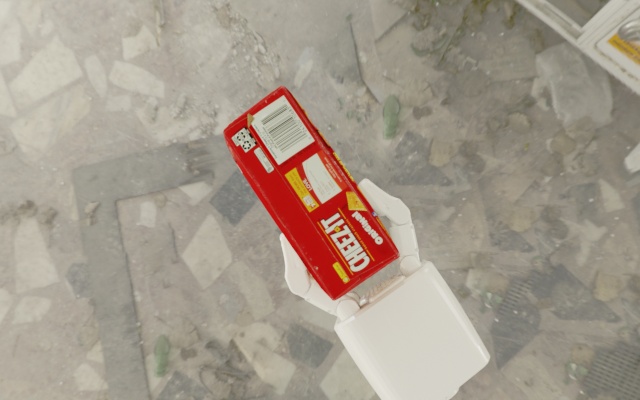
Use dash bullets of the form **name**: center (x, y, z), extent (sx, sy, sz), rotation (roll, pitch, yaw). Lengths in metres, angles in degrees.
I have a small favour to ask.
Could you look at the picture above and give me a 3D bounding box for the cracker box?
- **cracker box**: center (0.000, 0.001, 0.469), extent (0.072, 0.164, 0.214), rotation (-35, -7, 2)
